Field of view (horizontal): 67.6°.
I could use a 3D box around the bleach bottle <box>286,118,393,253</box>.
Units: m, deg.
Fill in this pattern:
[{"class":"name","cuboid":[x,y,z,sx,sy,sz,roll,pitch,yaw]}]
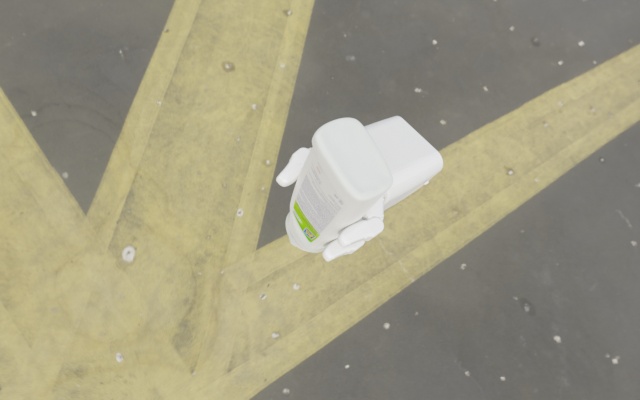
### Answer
[{"class":"bleach bottle","cuboid":[0.000,0.002,0.620,0.068,0.102,0.251,-25,-12,-27]}]
